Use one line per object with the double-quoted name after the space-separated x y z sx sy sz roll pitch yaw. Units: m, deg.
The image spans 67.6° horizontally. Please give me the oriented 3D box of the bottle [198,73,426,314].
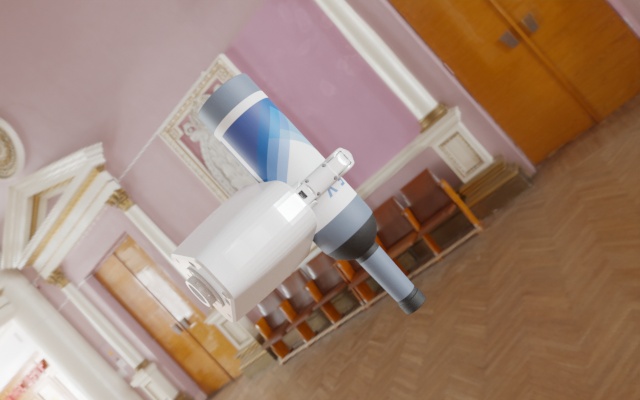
0.000 0.001 0.492 0.069 0.296 0.069 -43 2 2 "bottle"
